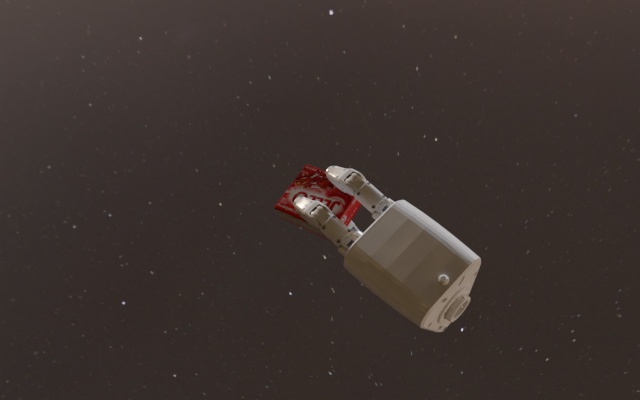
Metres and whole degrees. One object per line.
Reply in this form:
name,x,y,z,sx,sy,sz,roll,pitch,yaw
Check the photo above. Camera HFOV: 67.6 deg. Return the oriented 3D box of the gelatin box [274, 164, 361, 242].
gelatin box,0.000,0.002,0.581,0.089,0.073,0.030,22,-24,31
